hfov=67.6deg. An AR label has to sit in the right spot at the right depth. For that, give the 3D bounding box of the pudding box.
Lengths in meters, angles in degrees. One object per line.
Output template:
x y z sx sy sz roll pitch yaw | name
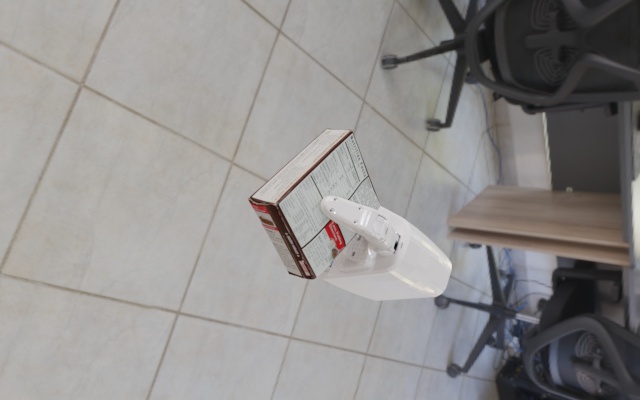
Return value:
0.000 0.001 0.431 0.039 0.090 0.113 7 43 43 | pudding box
